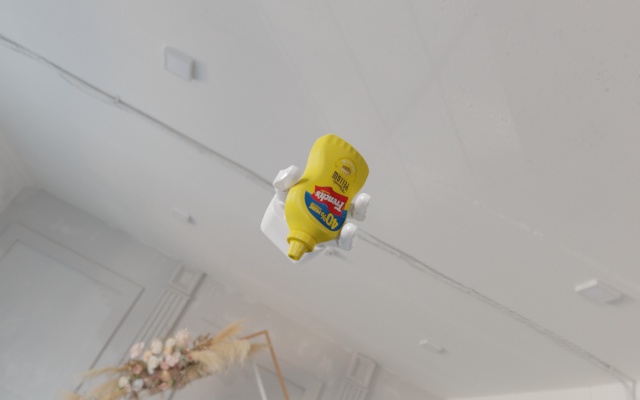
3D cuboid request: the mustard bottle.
[{"bbox_3d":[0.000,0.002,0.692,0.096,0.191,0.058,42,-31,-27],"label":"mustard bottle"}]
